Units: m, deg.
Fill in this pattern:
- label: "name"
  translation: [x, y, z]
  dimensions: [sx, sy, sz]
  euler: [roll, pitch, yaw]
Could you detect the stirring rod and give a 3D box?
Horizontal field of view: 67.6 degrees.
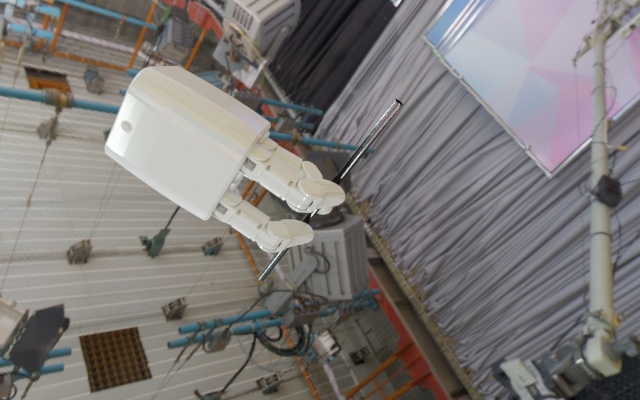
- label: "stirring rod"
  translation: [0.000, 0.001, 0.449]
  dimensions: [0.011, 0.011, 0.240]
  euler: [0, -43, -46]
